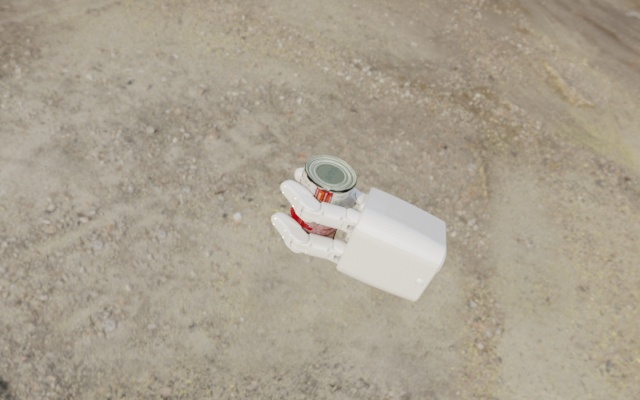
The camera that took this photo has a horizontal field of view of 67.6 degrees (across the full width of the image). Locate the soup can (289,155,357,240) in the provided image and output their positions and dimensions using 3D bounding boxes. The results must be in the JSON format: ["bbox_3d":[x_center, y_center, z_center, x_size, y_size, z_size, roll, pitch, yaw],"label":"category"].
[{"bbox_3d":[0.000,0.001,0.602,0.068,0.102,0.068,11,41,-10],"label":"soup can"}]
